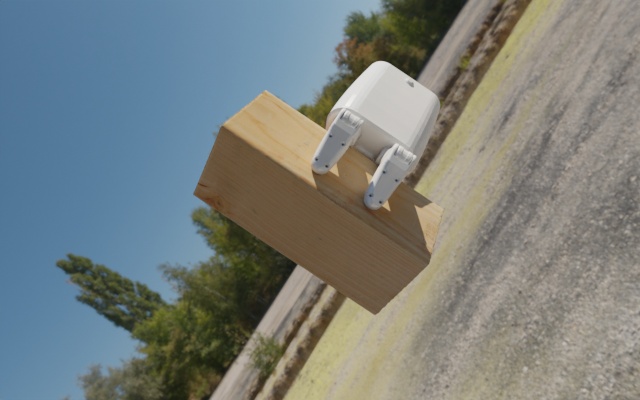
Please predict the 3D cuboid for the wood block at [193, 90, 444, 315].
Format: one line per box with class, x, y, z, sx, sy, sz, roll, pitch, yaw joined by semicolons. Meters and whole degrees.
wood block;0.000;0.001;0.453;0.206;0.091;0.090;34;39;-1
